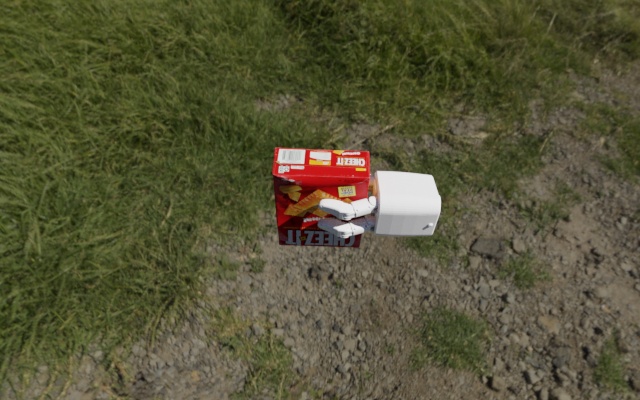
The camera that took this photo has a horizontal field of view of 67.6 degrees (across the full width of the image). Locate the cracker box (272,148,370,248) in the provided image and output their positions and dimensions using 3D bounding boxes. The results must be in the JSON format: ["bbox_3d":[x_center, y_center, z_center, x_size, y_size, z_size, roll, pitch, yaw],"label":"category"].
[{"bbox_3d":[0.000,0.003,0.877,0.164,0.072,0.214,2,-39,1],"label":"cracker box"}]
